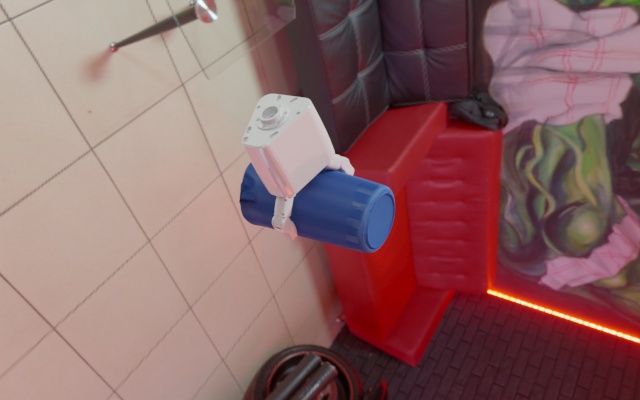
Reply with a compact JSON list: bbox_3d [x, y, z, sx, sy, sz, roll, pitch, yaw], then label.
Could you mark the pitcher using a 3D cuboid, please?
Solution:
[{"bbox_3d":[0.000,0.003,0.796,0.243,0.149,0.145,15,-32,32],"label":"pitcher"}]
